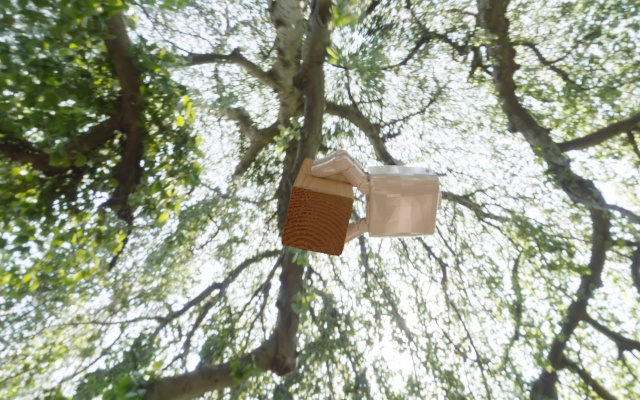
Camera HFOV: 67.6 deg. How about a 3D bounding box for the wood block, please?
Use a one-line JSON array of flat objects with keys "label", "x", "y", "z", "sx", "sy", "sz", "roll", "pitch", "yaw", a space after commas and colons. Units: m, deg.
[{"label": "wood block", "x": 0.000, "y": 0.003, "z": 0.762, "sx": 0.090, "sy": 0.091, "sz": 0.206, "roll": 12, "pitch": 16, "yaw": 0}]
